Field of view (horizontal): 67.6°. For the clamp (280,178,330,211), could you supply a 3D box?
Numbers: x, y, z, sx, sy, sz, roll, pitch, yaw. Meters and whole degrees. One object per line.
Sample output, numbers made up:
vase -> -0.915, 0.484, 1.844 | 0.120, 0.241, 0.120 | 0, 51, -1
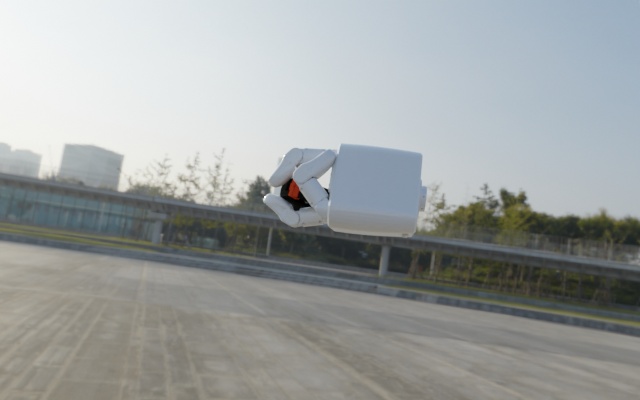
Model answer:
clamp -> 0.000, 0.002, 0.686 | 0.120, 0.039, 0.171 | 6, -7, 9
